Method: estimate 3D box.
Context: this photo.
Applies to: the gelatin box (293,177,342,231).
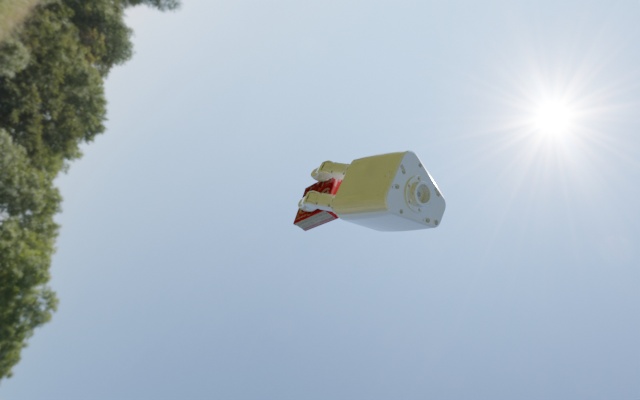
[{"bbox_3d":[0.000,0.003,0.762,0.030,0.073,0.089,33,-35,-25],"label":"gelatin box"}]
